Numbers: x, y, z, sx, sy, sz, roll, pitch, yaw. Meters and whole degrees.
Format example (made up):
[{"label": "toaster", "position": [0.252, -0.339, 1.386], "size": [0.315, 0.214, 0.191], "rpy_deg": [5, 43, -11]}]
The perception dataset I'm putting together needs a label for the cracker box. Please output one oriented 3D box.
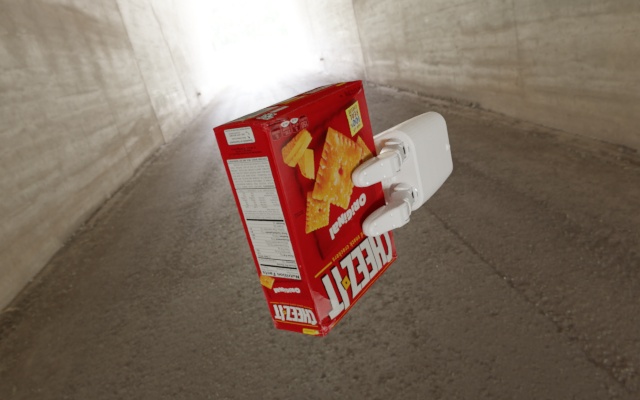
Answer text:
[{"label": "cracker box", "position": [0.000, 0.001, 0.489], "size": [0.072, 0.214, 0.164], "rpy_deg": [0, 23, 38]}]
